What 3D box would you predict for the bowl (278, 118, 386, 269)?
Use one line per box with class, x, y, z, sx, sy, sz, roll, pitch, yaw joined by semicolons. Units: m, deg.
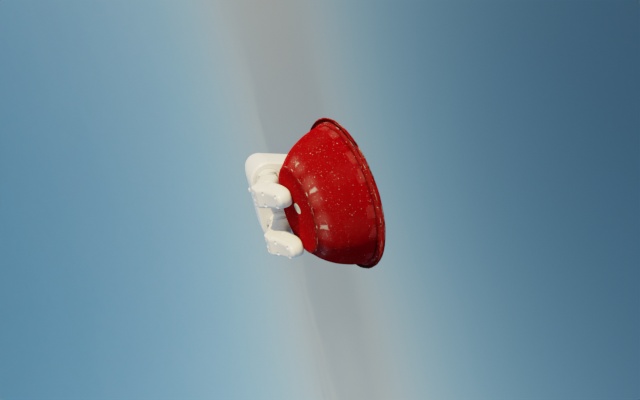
bowl;0.000;0.002;0.483;0.055;0.162;0.162;-19;7;-20
